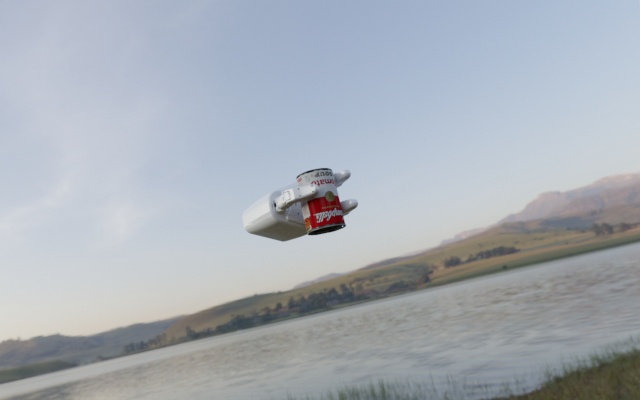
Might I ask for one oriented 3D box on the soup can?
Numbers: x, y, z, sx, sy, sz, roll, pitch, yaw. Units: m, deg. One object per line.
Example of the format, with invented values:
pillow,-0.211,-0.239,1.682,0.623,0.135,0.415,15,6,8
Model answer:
soup can,0.000,0.002,0.822,0.068,0.102,0.068,-12,-13,-3
